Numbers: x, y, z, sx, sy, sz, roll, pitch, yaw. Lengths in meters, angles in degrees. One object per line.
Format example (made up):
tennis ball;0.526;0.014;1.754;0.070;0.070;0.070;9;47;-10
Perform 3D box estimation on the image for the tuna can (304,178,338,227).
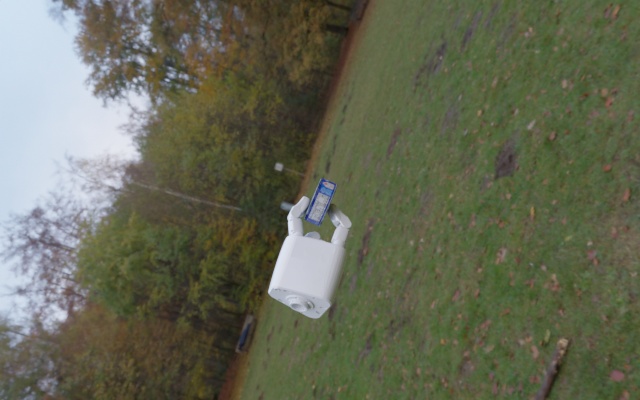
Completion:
tuna can;0.000;0.003;0.888;0.034;0.086;0.086;23;-1;-2
